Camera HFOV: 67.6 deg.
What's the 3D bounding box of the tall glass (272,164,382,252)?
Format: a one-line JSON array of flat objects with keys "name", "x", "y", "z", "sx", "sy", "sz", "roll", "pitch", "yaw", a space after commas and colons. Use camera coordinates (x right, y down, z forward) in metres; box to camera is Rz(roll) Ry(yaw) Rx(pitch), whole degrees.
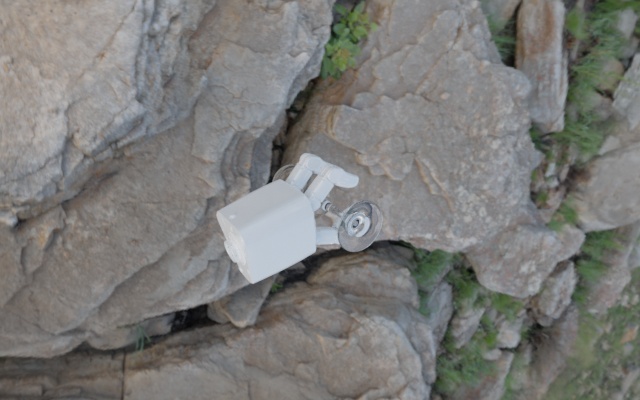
[{"name": "tall glass", "x": 0.001, "y": 0.003, "z": 0.714, "sx": 0.079, "sy": 0.079, "sz": 0.201, "roll": 0, "pitch": 19, "yaw": -34}]
